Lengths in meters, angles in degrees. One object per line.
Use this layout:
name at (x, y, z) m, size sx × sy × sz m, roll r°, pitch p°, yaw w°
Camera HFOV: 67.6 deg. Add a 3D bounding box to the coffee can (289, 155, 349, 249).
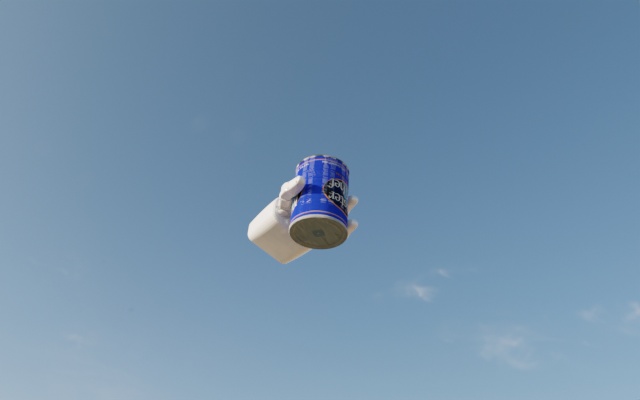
coffee can at (0.000, 0.003, 0.866) m, size 0.103 × 0.140 × 0.103 m, roll 3°, pitch -37°, yaw 2°
